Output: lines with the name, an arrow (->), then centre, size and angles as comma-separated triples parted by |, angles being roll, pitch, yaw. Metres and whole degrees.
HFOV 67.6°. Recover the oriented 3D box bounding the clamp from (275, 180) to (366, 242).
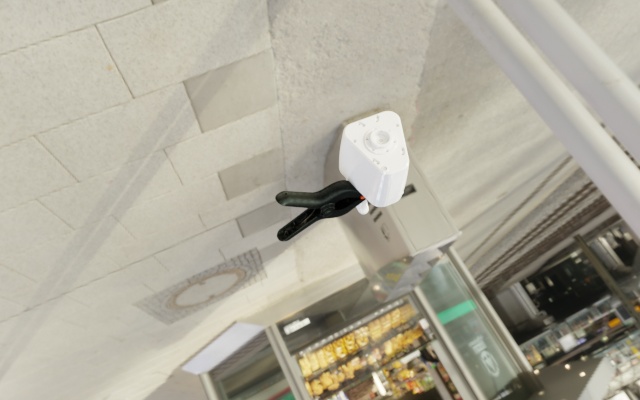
clamp -> 0.001, 0.003, 0.783 | 0.171, 0.039, 0.120 | -25, -27, -11
